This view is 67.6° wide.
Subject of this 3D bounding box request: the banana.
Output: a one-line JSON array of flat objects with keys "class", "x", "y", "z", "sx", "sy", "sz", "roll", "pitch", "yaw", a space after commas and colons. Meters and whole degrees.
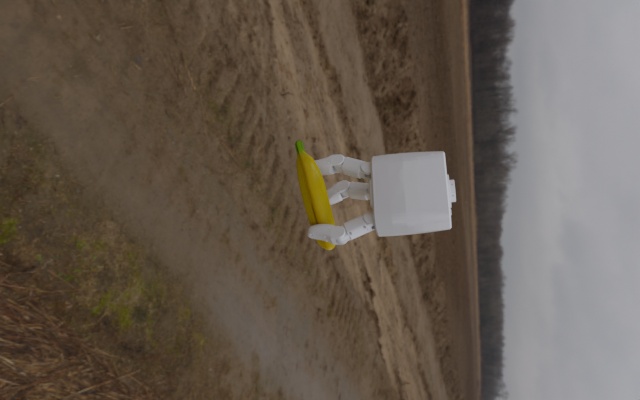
[{"class": "banana", "x": -0.002, "y": 0.009, "z": 0.724, "sx": 0.037, "sy": 0.198, "sz": 0.069, "roll": -9, "pitch": 29, "yaw": 9}]
